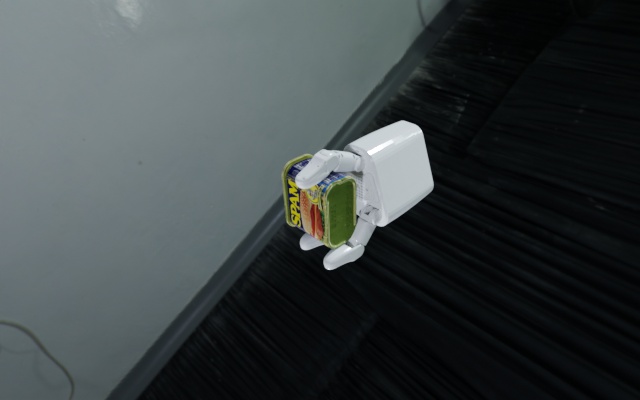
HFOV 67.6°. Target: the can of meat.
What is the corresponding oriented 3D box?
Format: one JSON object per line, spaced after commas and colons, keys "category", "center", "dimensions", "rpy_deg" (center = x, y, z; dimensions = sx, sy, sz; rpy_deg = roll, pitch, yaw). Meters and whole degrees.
{"category": "can of meat", "center": [0.000, 0.002, 0.619], "dimensions": [0.057, 0.102, 0.084], "rpy_deg": [-27, 39, -33]}
